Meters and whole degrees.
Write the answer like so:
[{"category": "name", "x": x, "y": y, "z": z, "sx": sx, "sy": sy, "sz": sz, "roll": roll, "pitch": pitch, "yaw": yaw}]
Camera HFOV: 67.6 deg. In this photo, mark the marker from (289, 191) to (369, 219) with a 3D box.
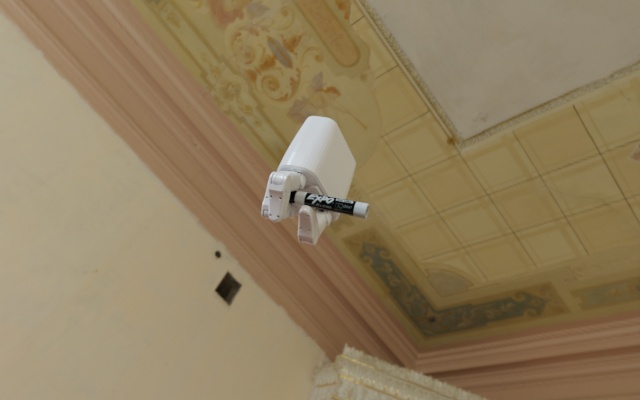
[{"category": "marker", "x": 0.000, "y": 0.002, "z": 0.595, "sx": 0.121, "sy": 0.020, "sz": 0.020, "roll": 11, "pitch": 3, "yaw": 17}]
